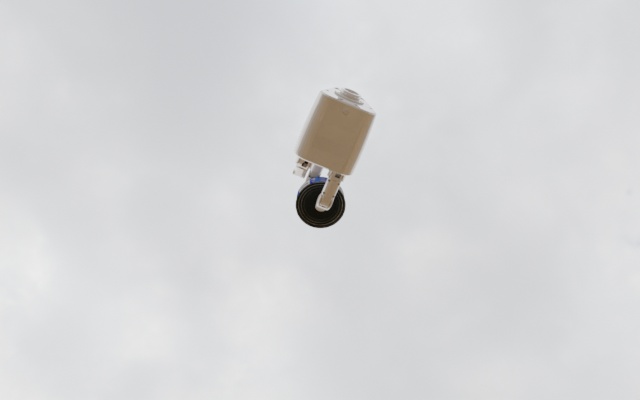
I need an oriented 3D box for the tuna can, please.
[{"bbox_3d":[0.000,0.003,0.828,0.086,0.086,0.033,0,22,0],"label":"tuna can"}]
